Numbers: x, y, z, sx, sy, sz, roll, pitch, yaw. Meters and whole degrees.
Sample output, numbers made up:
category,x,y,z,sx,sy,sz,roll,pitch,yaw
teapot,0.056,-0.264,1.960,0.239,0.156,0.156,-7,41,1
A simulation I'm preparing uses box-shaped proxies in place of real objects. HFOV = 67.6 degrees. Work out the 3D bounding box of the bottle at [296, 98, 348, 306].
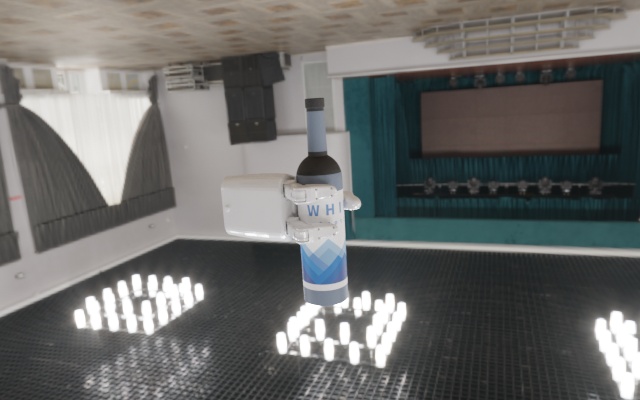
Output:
category,x,y,z,sx,sy,sz,roll,pitch,yaw
bottle,0.000,0.003,0.691,0.069,0.296,0.069,-3,11,1
